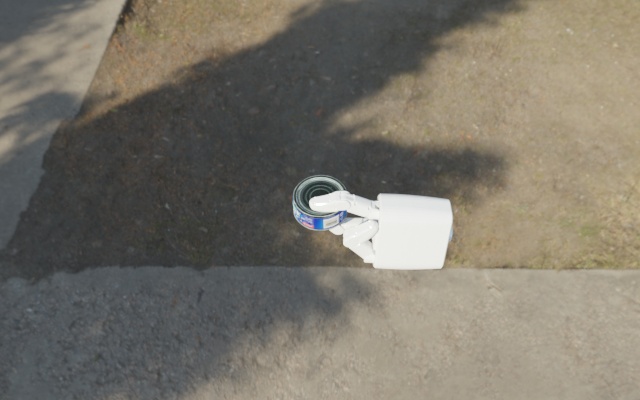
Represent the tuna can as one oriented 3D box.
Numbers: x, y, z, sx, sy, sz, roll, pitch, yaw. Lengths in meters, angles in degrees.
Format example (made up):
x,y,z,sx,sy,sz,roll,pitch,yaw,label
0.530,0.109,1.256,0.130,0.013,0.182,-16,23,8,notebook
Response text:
x,y,z,sx,sy,sz,roll,pitch,yaw,label
0.000,0.002,0.729,0.086,0.086,0.034,0,-39,2,tuna can
